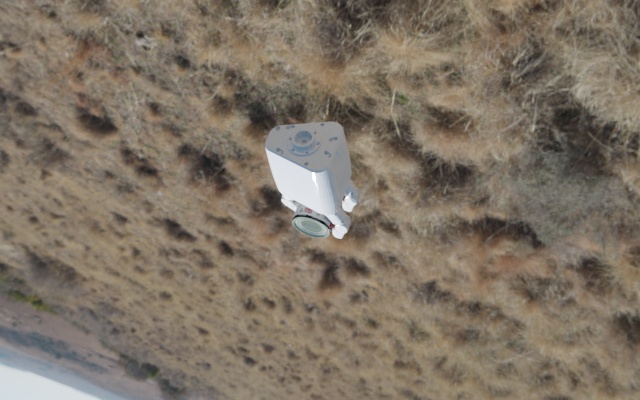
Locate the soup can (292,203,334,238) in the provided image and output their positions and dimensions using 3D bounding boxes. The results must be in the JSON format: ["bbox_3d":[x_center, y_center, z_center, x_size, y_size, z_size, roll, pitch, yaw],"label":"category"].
[{"bbox_3d":[0.000,0.003,0.795,0.068,0.102,0.068,15,-29,9],"label":"soup can"}]
